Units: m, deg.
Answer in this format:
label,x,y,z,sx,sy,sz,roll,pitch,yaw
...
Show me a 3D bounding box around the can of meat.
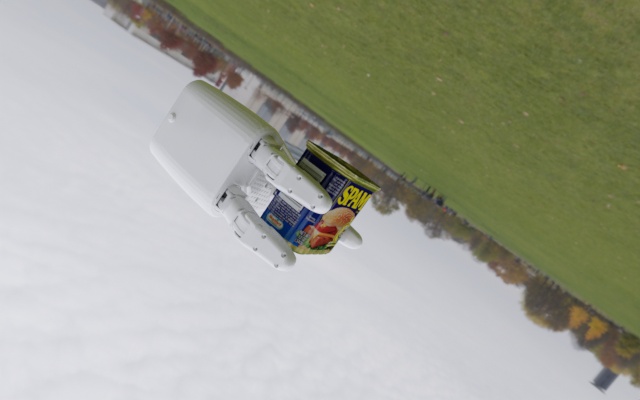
label,x,y,z,sx,sy,sz,roll,pitch,yaw
can of meat,0.000,0.002,0.438,0.057,0.084,0.102,39,8,21
